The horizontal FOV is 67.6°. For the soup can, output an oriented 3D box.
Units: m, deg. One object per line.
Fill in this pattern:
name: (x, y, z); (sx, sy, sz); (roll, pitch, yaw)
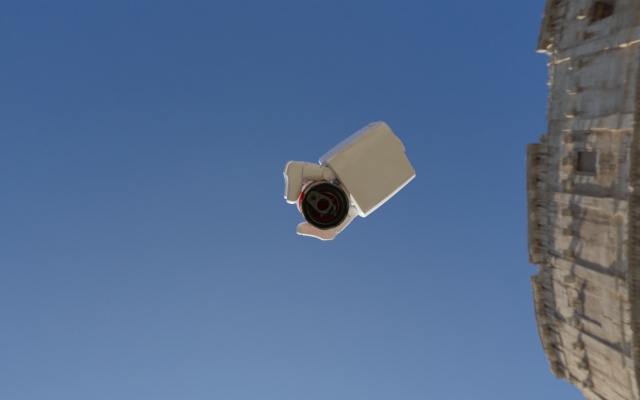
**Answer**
soup can: (0.000, 0.003, 0.718); (0.068, 0.068, 0.102); (0, 7, -8)
